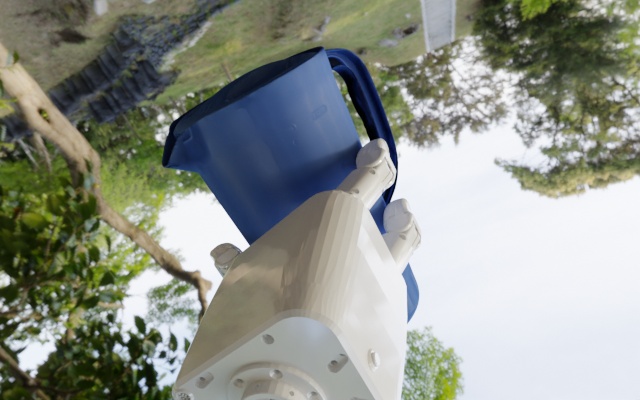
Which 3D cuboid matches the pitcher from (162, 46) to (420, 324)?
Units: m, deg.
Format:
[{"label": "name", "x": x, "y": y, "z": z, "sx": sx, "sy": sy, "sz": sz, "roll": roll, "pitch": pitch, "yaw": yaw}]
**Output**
[{"label": "pitcher", "x": 0.000, "y": 0.001, "z": 0.407, "sx": 0.149, "sy": 0.243, "sz": 0.145, "roll": -21, "pitch": 23, "yaw": 17}]
